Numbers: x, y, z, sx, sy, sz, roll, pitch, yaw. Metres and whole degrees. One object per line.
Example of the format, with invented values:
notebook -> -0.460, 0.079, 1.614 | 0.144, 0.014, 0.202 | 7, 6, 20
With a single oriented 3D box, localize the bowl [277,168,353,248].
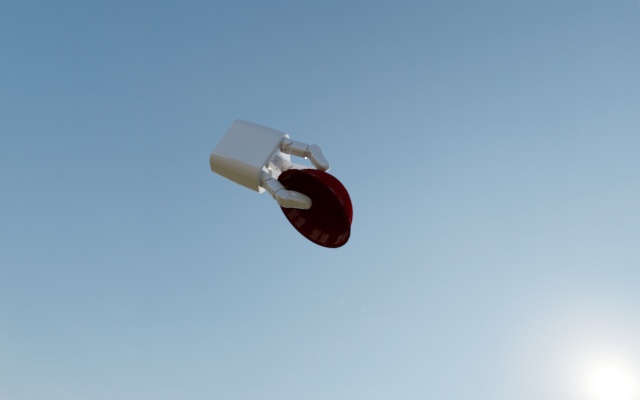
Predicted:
bowl -> 0.001, 0.003, 0.820 | 0.162, 0.162, 0.055 | 0, 33, 47
